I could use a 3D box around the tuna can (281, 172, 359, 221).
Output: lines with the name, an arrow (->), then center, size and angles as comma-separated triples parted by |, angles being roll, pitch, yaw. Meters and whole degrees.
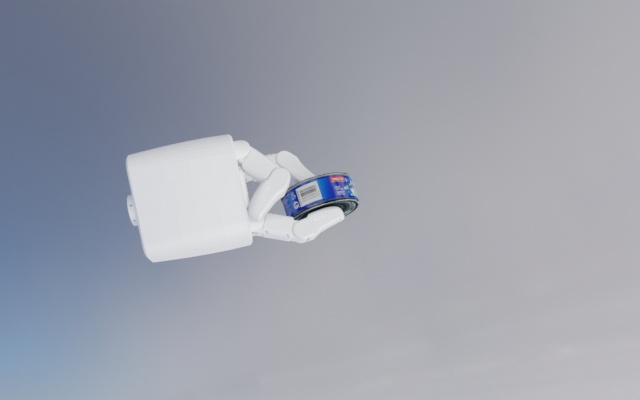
tuna can -> 0.000, 0.002, 0.546 | 0.086, 0.033, 0.086 | -16, -18, -5
